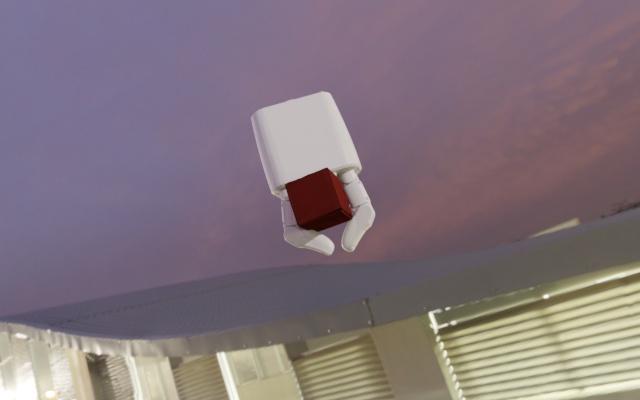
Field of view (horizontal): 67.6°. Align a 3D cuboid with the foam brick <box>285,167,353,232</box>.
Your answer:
[{"bbox_3d":[0.000,0.002,0.546,0.053,0.051,0.078,-20,-13,9],"label":"foam brick"}]
